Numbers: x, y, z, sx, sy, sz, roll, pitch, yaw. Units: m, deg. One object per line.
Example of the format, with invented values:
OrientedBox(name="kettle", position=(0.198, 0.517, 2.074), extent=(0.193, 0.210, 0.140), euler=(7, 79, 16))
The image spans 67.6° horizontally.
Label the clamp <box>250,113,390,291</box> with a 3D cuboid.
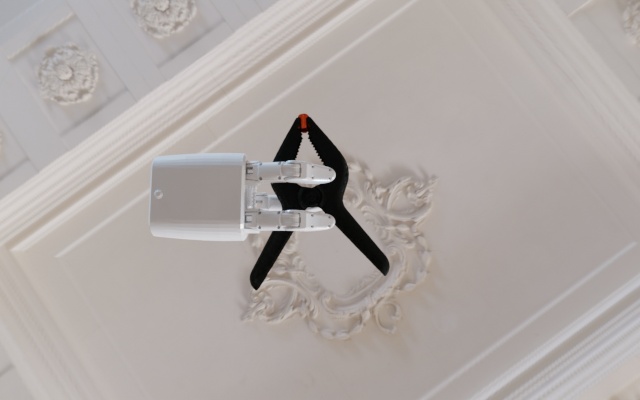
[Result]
OrientedBox(name="clamp", position=(0.000, 0.001, 0.572), extent=(0.164, 0.210, 0.036), euler=(1, -6, -2))
